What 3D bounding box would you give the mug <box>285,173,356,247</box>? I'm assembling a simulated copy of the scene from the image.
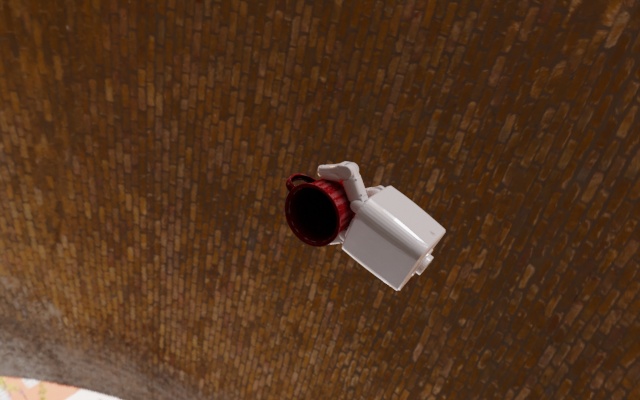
[{"bbox_3d":[-0.001,0.001,0.697,0.117,0.093,0.081,40,34,16],"label":"mug"}]
